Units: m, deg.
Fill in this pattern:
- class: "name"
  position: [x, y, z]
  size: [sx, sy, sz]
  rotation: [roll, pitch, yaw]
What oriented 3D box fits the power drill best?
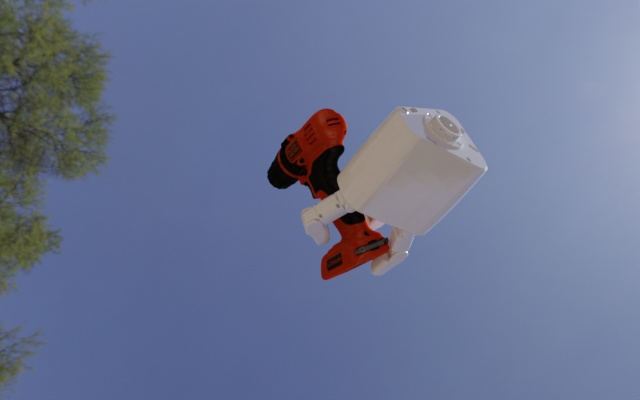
- class: "power drill"
  position: [0.000, 0.002, 0.606]
  size: [0.057, 0.187, 0.184]
  rotation: [-19, -10, -30]
